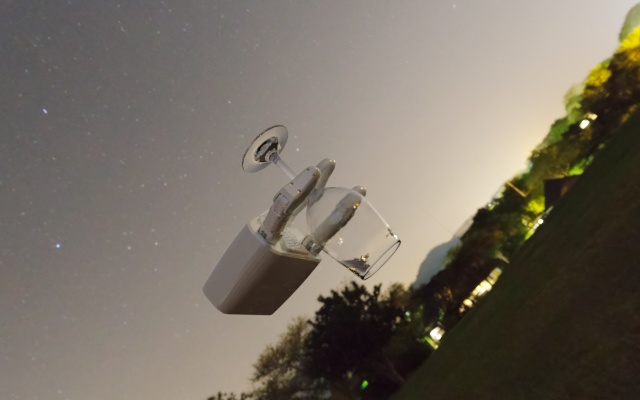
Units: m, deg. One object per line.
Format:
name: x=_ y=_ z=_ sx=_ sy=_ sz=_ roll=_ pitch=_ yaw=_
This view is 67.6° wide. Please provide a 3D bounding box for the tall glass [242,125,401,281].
tall glass: x=0.000 y=0.001 z=0.559 sx=0.201 sy=0.079 sz=0.079 roll=43 pitch=16 yaw=18
